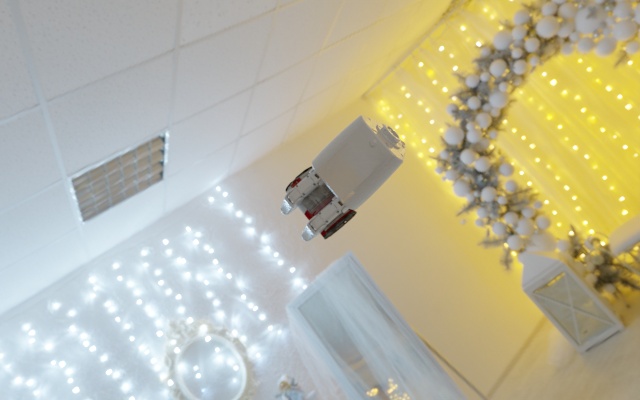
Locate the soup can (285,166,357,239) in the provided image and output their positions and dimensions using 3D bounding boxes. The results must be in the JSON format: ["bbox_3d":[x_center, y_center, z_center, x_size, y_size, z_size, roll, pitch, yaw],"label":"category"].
[{"bbox_3d":[0.000,0.003,0.768,0.068,0.102,0.068,-39,-9,-7],"label":"soup can"}]
